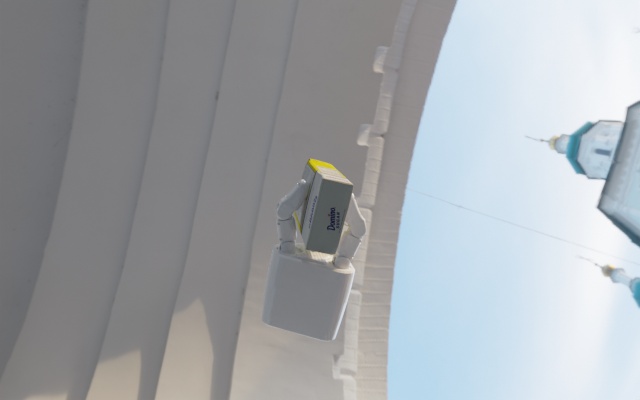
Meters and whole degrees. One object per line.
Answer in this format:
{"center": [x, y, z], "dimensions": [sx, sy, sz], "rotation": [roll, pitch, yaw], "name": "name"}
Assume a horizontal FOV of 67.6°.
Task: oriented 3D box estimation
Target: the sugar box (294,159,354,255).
{"center": [0.001, 0.002, 0.651], "dimensions": [0.048, 0.093, 0.176], "rotation": [11, 11, -12], "name": "sugar box"}
